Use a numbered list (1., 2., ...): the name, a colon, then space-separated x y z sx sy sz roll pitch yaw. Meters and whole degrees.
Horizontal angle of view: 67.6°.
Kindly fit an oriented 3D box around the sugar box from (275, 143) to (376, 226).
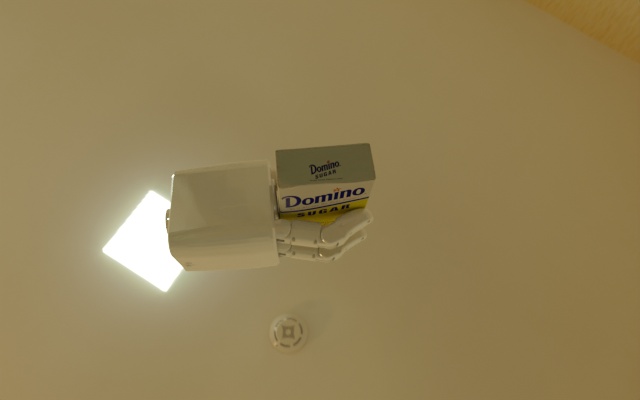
1. sugar box: 0.000 0.002 0.518 0.093 0.048 0.176 -5 -21 -5
